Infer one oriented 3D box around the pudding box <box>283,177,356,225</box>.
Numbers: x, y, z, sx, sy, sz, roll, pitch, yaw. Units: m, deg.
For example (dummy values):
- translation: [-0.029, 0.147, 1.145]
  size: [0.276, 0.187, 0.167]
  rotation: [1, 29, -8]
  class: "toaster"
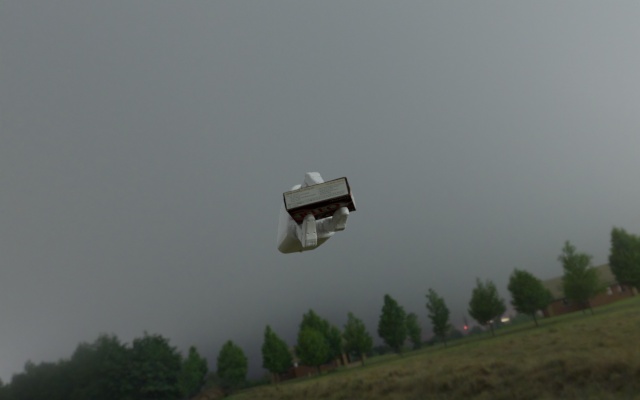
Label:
- translation: [0.000, 0.003, 0.824]
  size: [0.113, 0.039, 0.090]
  rotation: [-16, -19, 5]
  class: "pudding box"
